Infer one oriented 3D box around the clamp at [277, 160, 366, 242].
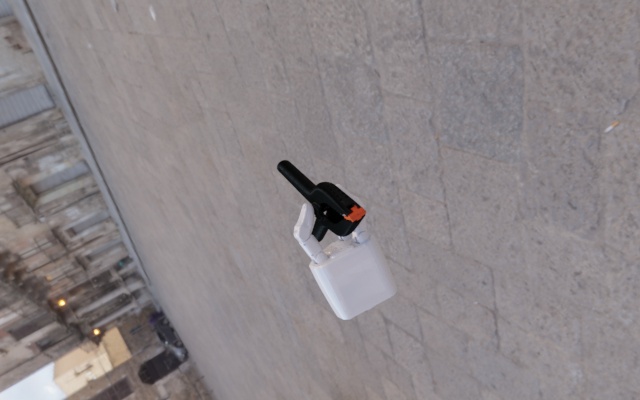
[{"bbox_3d":[0.000,0.003,0.777,0.036,0.164,0.210,-33,13,-22],"label":"clamp"}]
